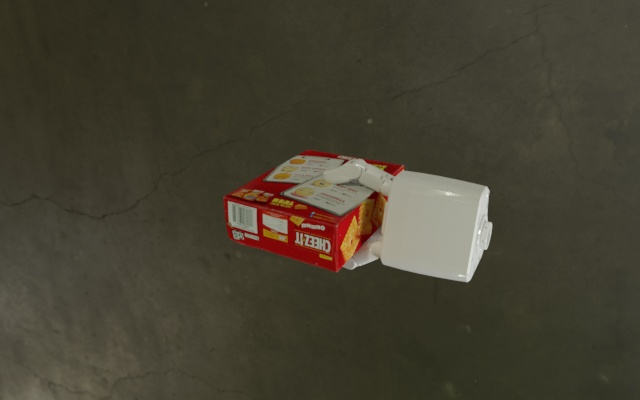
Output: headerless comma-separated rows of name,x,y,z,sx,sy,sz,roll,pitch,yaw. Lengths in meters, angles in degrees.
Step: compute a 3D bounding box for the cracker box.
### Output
cracker box,0.000,0.002,0.653,0.164,0.072,0.213,13,27,26
